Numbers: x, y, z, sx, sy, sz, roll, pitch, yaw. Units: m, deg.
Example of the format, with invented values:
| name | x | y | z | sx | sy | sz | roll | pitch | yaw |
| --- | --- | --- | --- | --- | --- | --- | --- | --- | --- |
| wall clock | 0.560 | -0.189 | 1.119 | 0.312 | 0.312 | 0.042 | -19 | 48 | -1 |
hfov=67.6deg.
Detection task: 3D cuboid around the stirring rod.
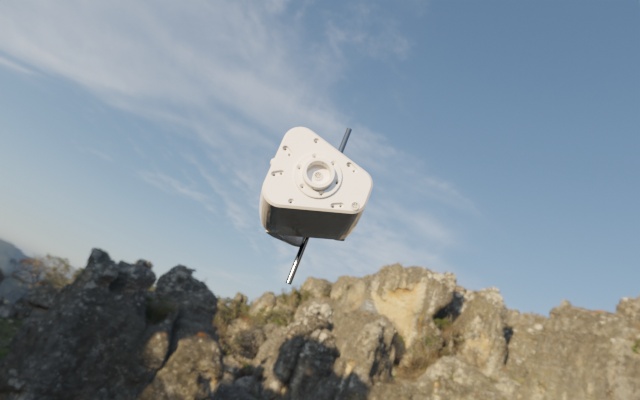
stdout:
| name | x | y | z | sx | sy | sz | roll | pitch | yaw |
| --- | --- | --- | --- | --- | --- | --- | --- | --- | --- |
| stirring rod | 0.000 | 0.002 | 0.660 | 0.011 | 0.239 | 0.011 | 19 | -18 | 7 |
